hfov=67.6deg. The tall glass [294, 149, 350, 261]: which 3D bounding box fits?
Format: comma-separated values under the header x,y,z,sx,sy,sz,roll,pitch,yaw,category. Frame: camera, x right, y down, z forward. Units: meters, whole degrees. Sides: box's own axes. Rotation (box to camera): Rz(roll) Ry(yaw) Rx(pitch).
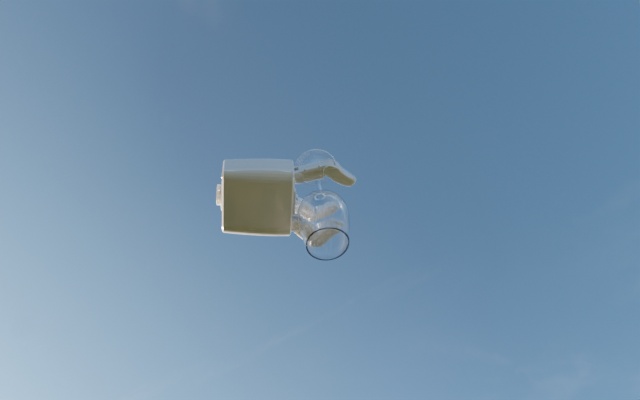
x,y,z,sx,sy,sz,roll,pitch,yaw,category
0.000,0.002,0.742,0.079,0.079,0.201,0,36,-7,tall glass
